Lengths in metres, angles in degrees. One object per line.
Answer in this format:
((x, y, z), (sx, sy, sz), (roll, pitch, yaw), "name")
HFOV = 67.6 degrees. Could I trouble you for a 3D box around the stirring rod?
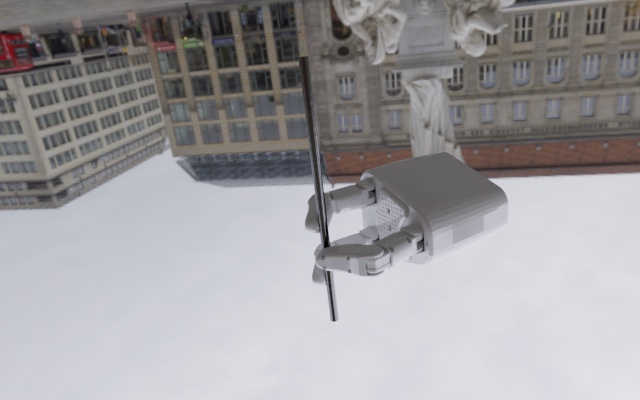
((0.000, 0.001, 0.410), (0.011, 0.240, 0.011), (-6, 21, 2), "stirring rod")
